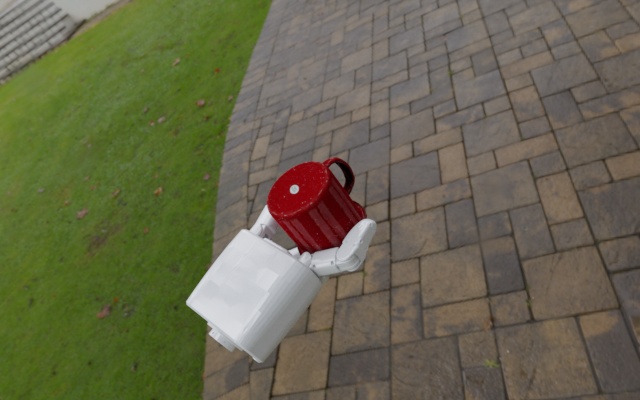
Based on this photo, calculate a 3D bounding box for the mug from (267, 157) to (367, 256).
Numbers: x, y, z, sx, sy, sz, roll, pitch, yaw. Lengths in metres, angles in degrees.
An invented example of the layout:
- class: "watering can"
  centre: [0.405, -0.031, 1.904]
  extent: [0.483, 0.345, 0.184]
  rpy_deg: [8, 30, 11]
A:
- class: "mug"
  centre: [0.001, 0.001, 0.541]
  extent: [0.093, 0.117, 0.081]
  rpy_deg: [14, -29, 46]
